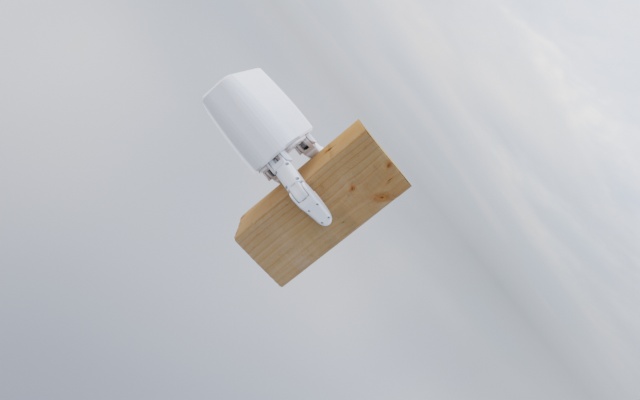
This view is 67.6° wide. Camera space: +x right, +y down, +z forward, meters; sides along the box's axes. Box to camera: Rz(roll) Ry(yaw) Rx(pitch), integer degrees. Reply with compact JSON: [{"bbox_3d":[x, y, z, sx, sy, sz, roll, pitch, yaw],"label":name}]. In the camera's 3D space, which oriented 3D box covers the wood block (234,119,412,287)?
[{"bbox_3d":[0.000,0.002,0.610,0.206,0.090,0.090,-39,15,10],"label":"wood block"}]
